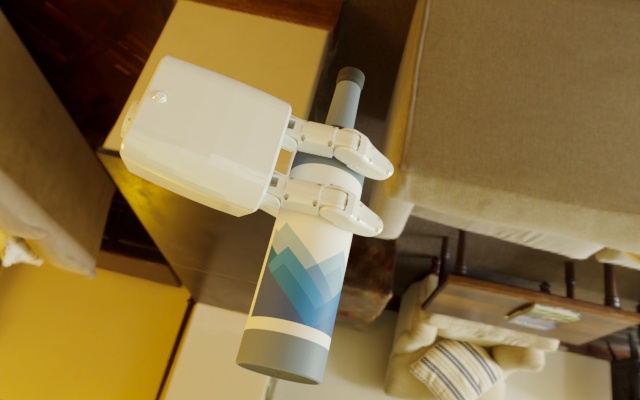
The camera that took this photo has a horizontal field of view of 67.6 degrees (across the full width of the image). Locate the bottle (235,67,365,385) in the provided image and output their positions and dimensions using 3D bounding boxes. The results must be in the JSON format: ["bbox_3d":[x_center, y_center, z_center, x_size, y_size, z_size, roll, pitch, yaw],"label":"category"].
[{"bbox_3d":[0.000,0.002,0.420,0.069,0.295,0.069,11,-26,6],"label":"bottle"}]
